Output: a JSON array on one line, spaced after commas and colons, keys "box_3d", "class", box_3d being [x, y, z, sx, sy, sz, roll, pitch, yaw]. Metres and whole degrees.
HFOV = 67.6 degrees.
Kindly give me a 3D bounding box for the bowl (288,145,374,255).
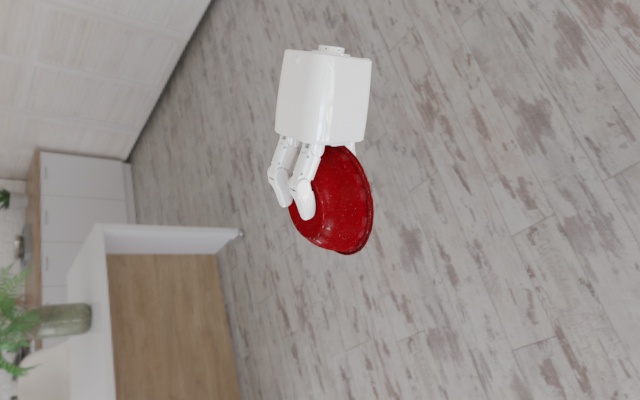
[{"box_3d": [0.000, 0.004, 0.647, 0.055, 0.162, 0.162, -14, 7, -32], "class": "bowl"}]
